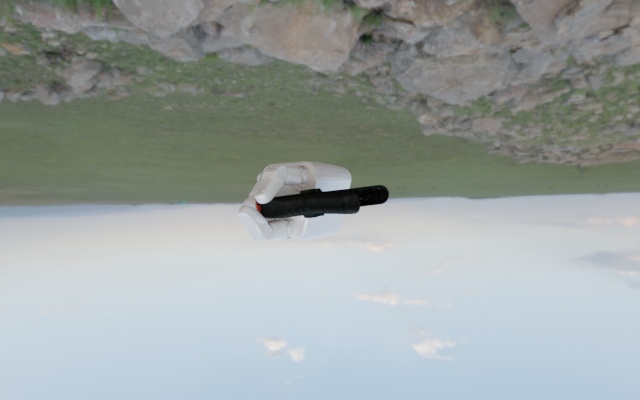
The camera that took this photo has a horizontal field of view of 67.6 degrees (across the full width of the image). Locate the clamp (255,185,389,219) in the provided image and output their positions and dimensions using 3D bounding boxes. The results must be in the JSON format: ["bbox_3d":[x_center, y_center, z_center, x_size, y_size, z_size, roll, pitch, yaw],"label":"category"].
[{"bbox_3d":[0.000,0.003,0.606,0.171,0.039,0.120,-2,0,34],"label":"clamp"}]
